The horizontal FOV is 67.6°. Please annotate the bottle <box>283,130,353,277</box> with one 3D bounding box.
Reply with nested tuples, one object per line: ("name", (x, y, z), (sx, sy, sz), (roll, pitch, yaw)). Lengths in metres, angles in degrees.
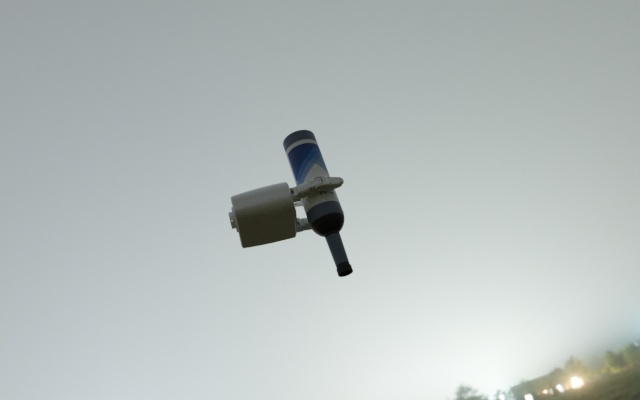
("bottle", (0.000, 0.003, 0.888), (0.069, 0.295, 0.069), (-15, -27, -8))
